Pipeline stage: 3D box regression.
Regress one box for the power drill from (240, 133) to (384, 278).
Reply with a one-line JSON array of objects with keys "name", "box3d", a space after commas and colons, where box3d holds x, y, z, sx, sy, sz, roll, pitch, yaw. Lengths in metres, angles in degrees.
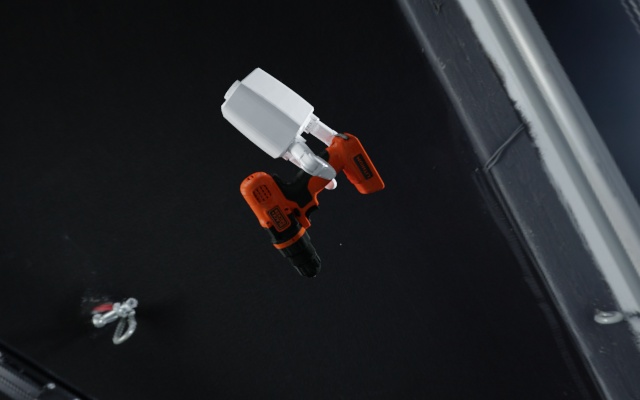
[{"name": "power drill", "box3d": [0.000, 0.002, 0.715, 0.187, 0.184, 0.057, -36, 22, -10]}]
